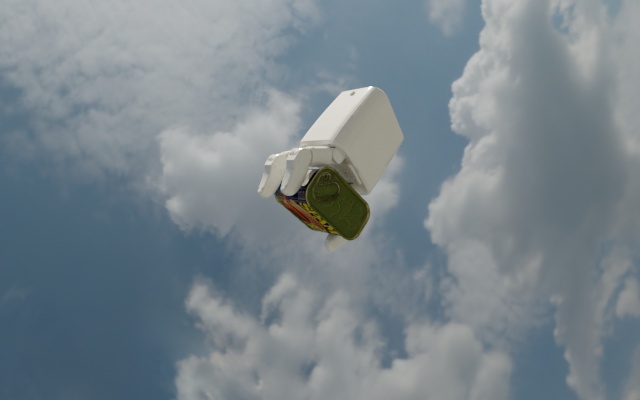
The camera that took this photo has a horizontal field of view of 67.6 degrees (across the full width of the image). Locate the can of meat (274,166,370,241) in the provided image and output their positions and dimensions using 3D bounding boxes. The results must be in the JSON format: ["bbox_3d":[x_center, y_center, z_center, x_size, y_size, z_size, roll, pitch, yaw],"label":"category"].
[{"bbox_3d":[0.000,0.002,0.621,0.102,0.057,0.084,43,-20,-30],"label":"can of meat"}]
